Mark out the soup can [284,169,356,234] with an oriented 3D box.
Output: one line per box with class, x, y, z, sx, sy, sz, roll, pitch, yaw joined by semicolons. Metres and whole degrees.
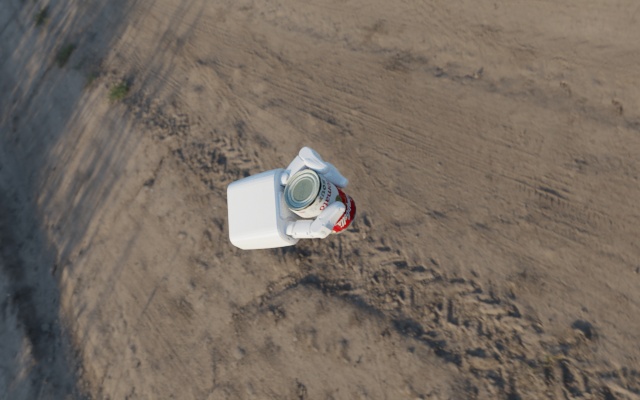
soup can;0.000;0.002;0.726;0.068;0.068;0.102;0;-22;37
